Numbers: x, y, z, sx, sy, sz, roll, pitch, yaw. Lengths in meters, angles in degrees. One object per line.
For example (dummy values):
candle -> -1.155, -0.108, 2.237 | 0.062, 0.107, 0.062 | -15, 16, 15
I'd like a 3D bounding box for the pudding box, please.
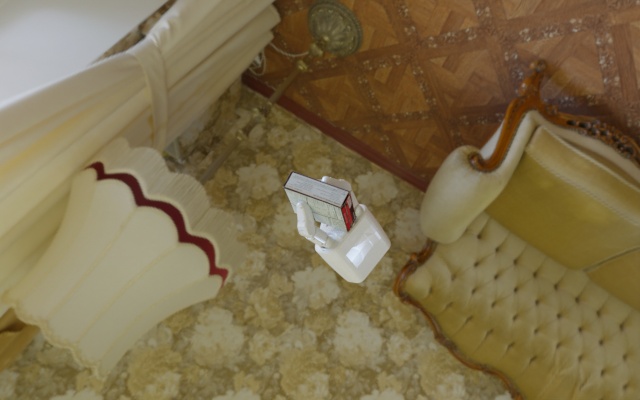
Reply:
pudding box -> 0.000, 0.003, 0.807 | 0.113, 0.039, 0.090 | 18, -26, 20
